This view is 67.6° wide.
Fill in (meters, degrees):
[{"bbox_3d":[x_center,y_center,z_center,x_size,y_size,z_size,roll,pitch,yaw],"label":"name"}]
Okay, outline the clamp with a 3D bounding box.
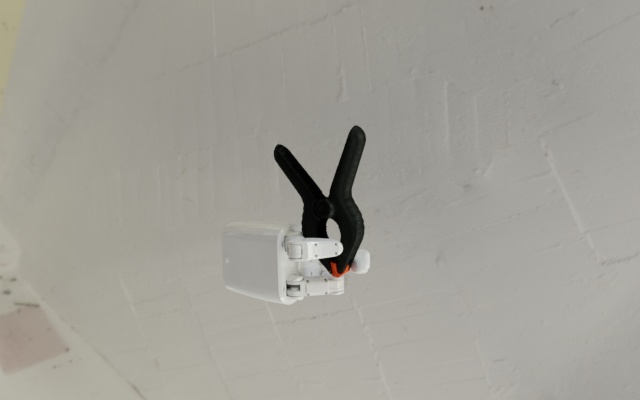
[{"bbox_3d":[0.001,0.002,0.558,0.120,0.171,0.039,2,6,37],"label":"clamp"}]
